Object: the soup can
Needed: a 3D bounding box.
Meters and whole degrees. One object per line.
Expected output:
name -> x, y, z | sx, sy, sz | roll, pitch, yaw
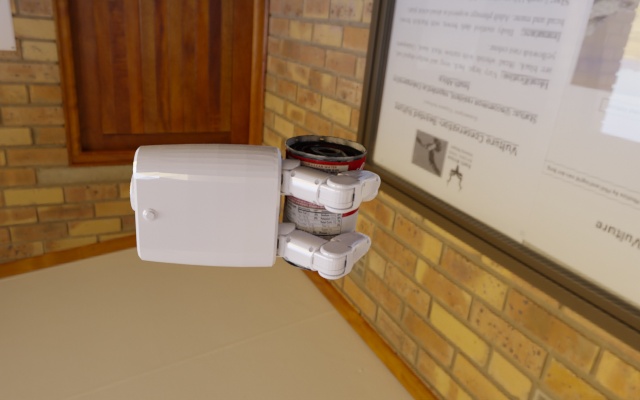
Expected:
soup can -> 0.001, 0.002, 0.413 | 0.068, 0.102, 0.068 | 5, 21, -2
